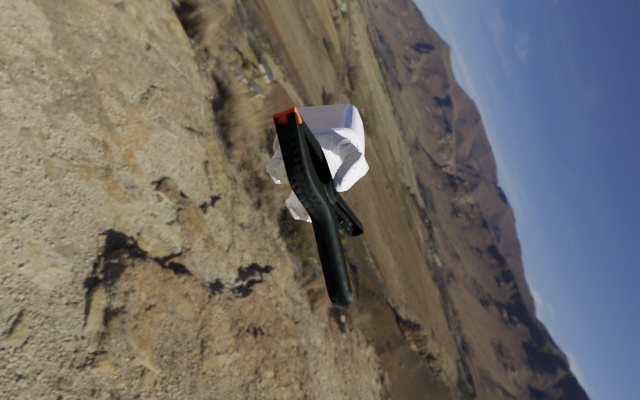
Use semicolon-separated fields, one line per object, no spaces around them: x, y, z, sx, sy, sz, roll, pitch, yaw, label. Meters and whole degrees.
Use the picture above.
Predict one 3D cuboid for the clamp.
0.001;0.001;0.528;0.036;0.210;0.164;-17;28;17;clamp
